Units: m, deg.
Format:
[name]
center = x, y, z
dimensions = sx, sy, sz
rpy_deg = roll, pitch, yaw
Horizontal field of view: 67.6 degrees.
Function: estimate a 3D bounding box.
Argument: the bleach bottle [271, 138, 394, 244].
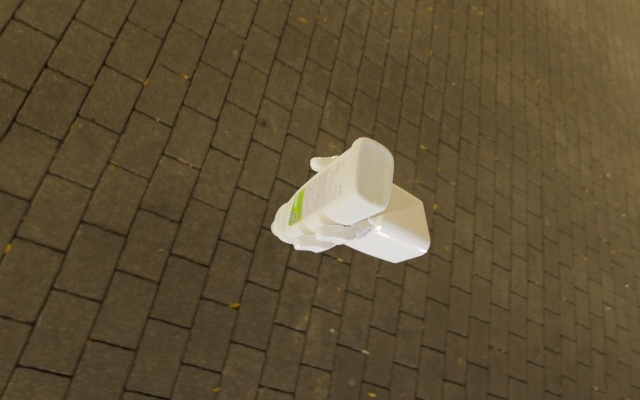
[bleach bottle]
center = 0.000, 0.002, 0.713
dimensions = 0.068, 0.102, 0.251
rpy_deg = 25, -30, -26
